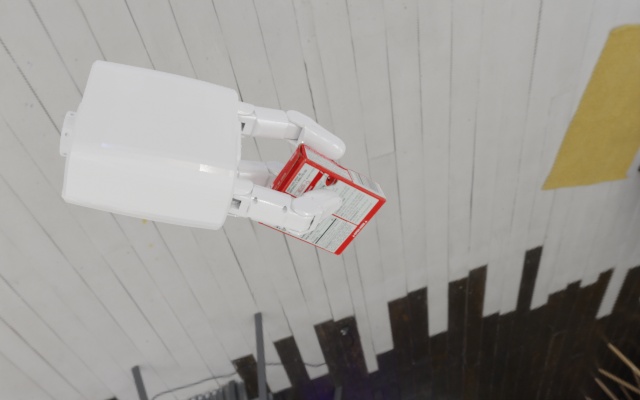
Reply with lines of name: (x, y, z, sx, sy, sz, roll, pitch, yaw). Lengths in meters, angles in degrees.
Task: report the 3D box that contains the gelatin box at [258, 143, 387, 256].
gelatin box: (0.000, 0.002, 0.417, 0.089, 0.073, 0.030, 25, 28, -25)
